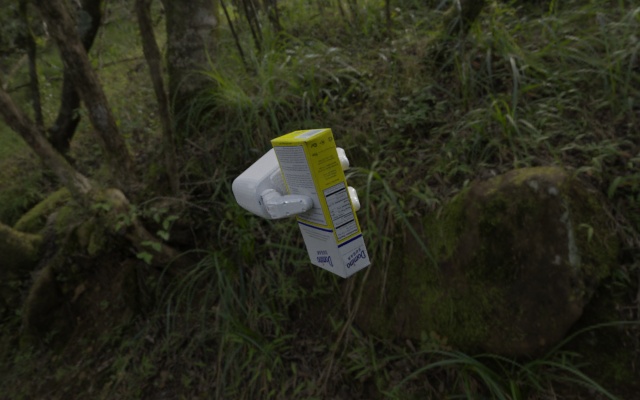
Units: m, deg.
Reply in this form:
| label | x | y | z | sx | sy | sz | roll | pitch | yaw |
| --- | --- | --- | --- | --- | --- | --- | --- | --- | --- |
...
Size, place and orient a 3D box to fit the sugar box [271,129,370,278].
| label | x | y | z | sx | sy | sz | roll | pitch | yaw |
| --- | --- | --- | --- | --- | --- | --- | --- | --- | --- |
| sugar box | 0.000 | 0.002 | 0.594 | 0.048 | 0.176 | 0.093 | -27 | 18 | -24 |
